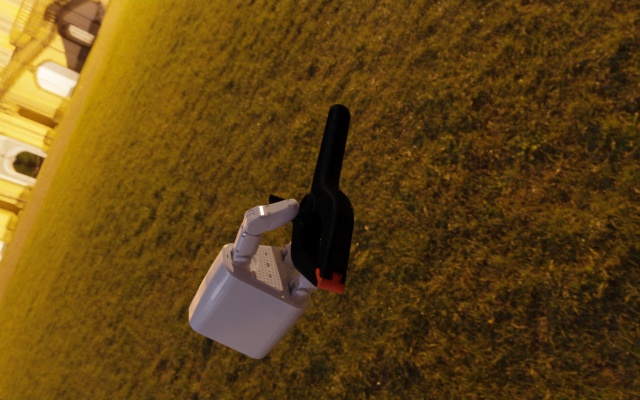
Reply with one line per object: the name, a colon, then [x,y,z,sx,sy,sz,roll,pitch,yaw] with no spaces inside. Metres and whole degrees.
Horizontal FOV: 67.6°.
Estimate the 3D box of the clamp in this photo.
clamp: [-0.001,0.002,0.506,0.036,0.165,0.209,19,30,-26]
